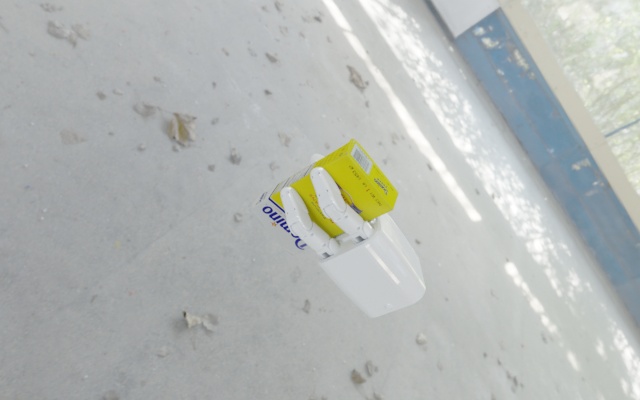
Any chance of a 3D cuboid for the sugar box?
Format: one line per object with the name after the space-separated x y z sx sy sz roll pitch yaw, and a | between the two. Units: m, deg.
0.000 0.002 0.611 0.176 0.093 0.048 -30 20 33 | sugar box
